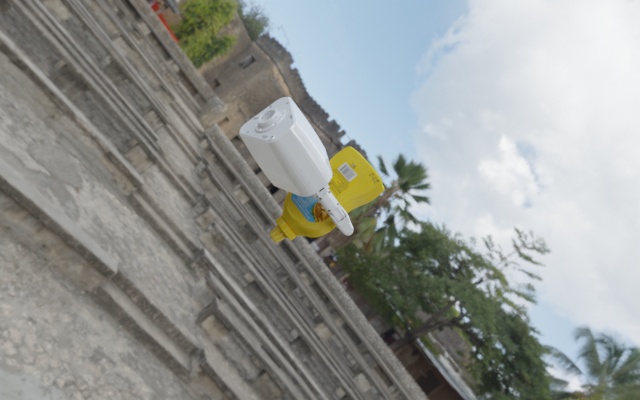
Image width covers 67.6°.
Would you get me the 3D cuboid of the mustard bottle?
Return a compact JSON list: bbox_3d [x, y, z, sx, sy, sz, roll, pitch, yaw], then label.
[{"bbox_3d":[0.000,0.003,0.762,0.191,0.096,0.058,-37,-29,-4],"label":"mustard bottle"}]
